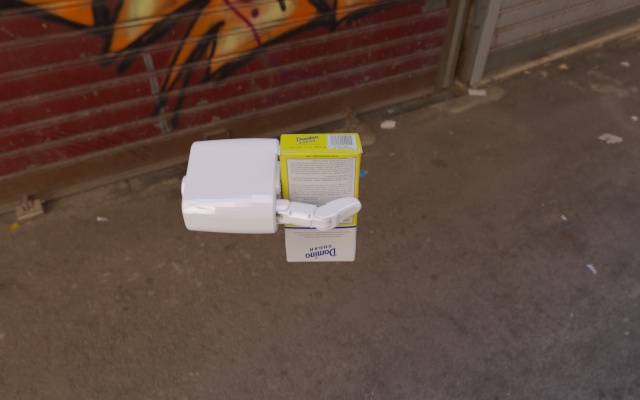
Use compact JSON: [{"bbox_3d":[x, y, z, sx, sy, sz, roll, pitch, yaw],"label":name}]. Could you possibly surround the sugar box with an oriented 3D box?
[{"bbox_3d":[0.000,0.002,0.595,0.093,0.176,0.048,0,42,-1],"label":"sugar box"}]
